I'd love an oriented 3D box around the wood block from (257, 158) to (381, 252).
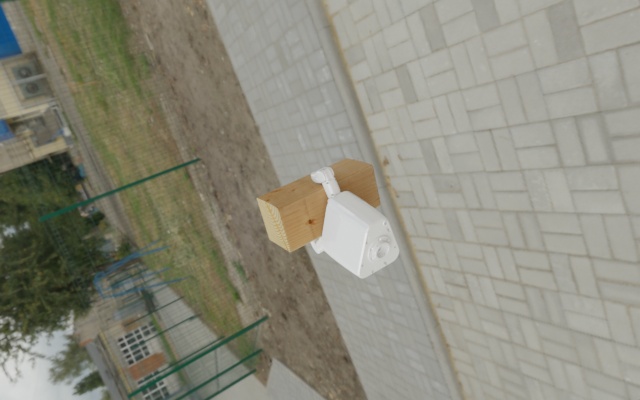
[{"bbox_3d":[0.000,0.003,0.894,0.206,0.091,0.090,-25,25,-25],"label":"wood block"}]
